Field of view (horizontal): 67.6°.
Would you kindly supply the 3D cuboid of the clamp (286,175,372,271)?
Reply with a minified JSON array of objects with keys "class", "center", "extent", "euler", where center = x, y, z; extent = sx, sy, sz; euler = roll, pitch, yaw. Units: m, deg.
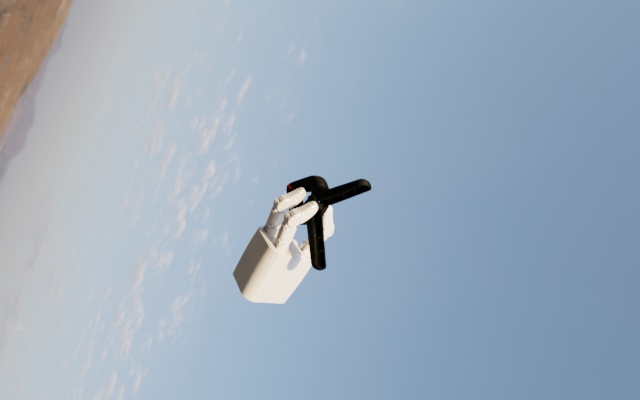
[{"class":"clamp","center":[0.000,0.003,0.832],"extent":[0.036,0.164,0.210],"euler":[27,12,-34]}]
